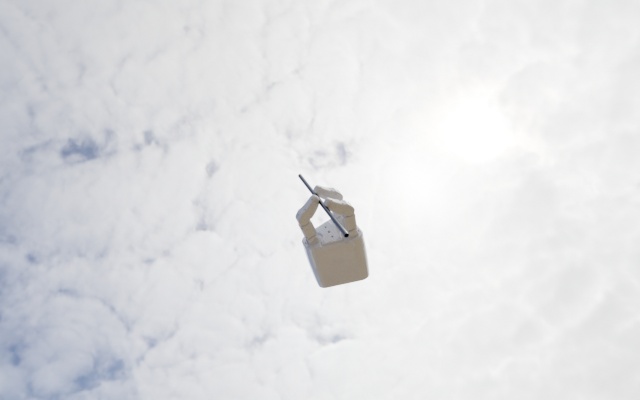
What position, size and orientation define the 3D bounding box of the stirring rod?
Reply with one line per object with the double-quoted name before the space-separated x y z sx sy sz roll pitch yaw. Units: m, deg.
"stirring rod" 0.000 0.003 0.861 0.011 0.011 0.239 0 26 -23
